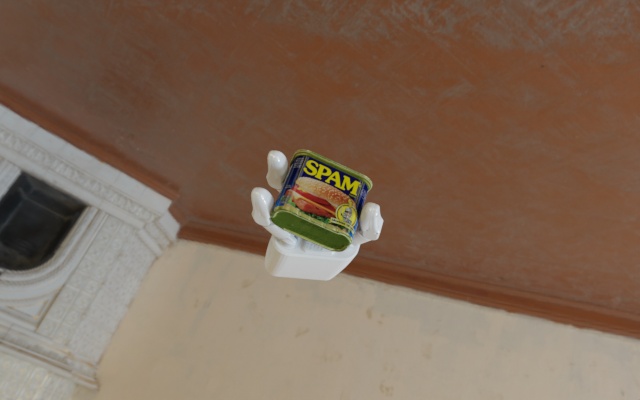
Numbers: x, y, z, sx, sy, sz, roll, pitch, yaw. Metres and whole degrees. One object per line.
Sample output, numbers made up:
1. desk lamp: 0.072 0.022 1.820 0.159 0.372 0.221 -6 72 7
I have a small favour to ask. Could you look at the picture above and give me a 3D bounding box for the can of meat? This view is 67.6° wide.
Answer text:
1. can of meat: 0.000 0.002 0.561 0.102 0.084 0.057 24 -29 -7
